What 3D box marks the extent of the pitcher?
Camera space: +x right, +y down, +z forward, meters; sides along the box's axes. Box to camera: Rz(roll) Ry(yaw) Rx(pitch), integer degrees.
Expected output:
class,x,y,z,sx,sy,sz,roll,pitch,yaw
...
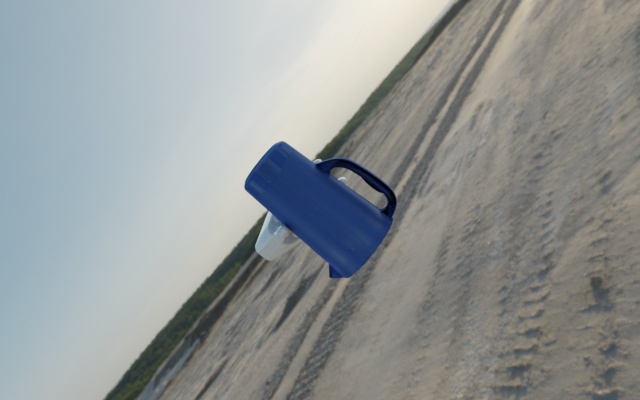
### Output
class,x,y,z,sx,sy,sz,roll,pitch,yaw
pitcher,0.000,0.003,0.816,0.243,0.149,0.145,39,-32,-2
